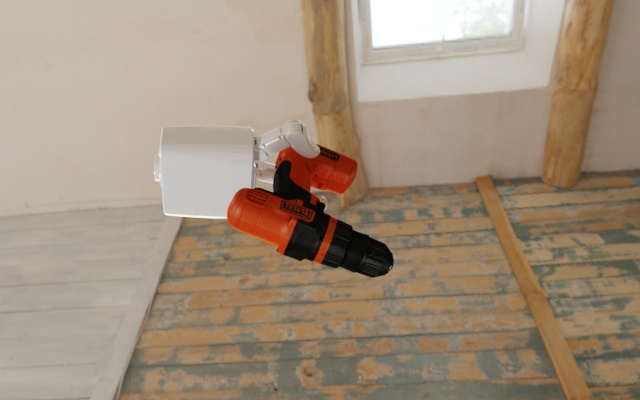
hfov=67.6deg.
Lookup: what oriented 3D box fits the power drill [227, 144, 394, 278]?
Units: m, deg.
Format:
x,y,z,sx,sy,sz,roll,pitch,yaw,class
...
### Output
x,y,z,sx,sy,sz,roll,pitch,yaw,class
0.000,0.002,0.563,0.184,0.057,0.187,23,30,-5,power drill
